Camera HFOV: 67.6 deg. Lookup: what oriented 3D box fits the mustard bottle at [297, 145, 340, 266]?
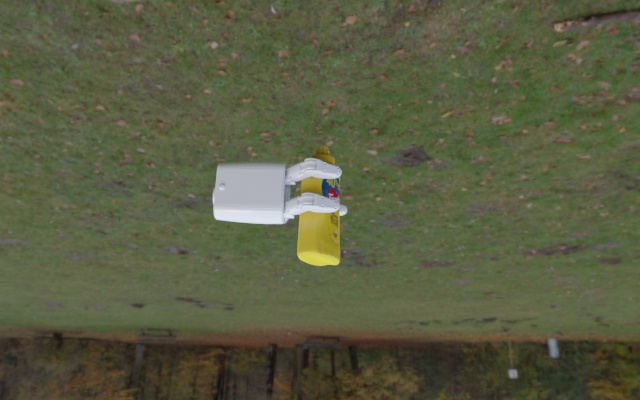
[{"bbox_3d":[0.000,0.003,0.761,0.058,0.191,0.096,-7,-20,23],"label":"mustard bottle"}]
